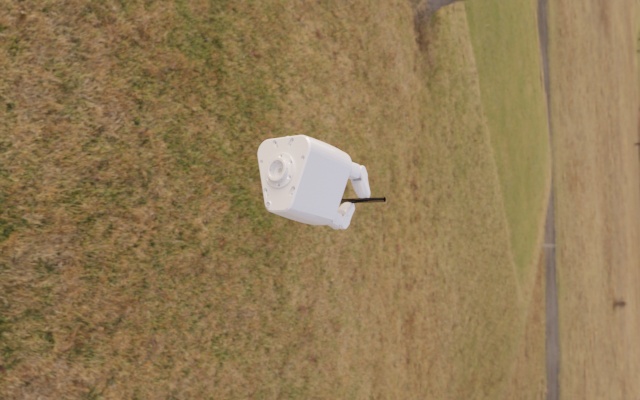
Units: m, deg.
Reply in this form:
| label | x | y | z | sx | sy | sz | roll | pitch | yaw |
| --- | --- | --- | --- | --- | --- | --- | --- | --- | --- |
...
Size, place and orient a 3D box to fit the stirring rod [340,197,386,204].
| label | x | y | z | sx | sy | sz | roll | pitch | yaw |
| --- | --- | --- | --- | --- | --- | --- | --- | --- | --- |
| stirring rod | 0.000 | 0.003 | 0.812 | 0.239 | 0.011 | 0.011 | -2 | -1 | 33 |
